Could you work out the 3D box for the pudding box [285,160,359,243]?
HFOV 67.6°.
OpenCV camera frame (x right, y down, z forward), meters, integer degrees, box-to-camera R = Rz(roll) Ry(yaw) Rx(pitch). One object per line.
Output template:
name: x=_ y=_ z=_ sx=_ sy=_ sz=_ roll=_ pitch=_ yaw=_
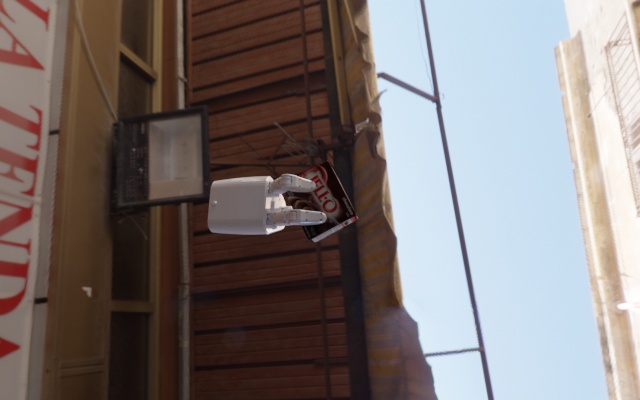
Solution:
pudding box: x=0.000 y=0.003 z=0.801 sx=0.090 sy=0.113 sz=0.039 roll=-29 pitch=-19 yaw=6
